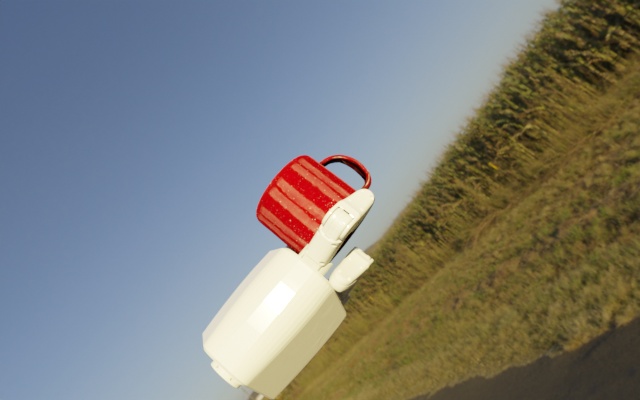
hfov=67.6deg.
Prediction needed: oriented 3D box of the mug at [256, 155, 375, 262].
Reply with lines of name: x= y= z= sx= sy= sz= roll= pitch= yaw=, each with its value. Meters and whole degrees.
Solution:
mug: x=0.001 y=0.000 z=0.465 sx=0.081 sy=0.117 sz=0.093 roll=38 pitch=-17 yaw=11
